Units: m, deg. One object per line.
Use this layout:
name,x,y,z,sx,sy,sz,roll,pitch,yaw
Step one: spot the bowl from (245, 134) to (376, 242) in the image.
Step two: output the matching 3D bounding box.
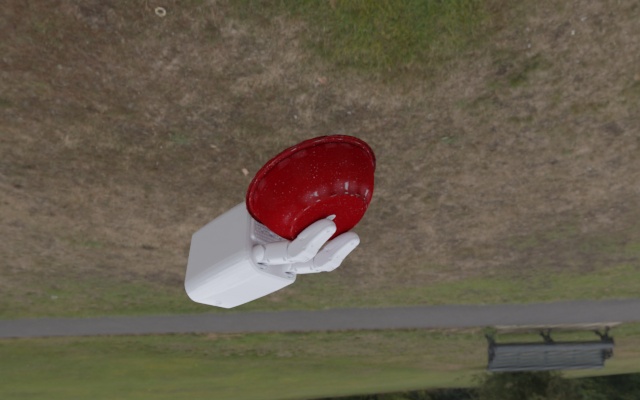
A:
bowl,0.001,0.001,0.542,0.162,0.055,0.162,-18,-33,-12
